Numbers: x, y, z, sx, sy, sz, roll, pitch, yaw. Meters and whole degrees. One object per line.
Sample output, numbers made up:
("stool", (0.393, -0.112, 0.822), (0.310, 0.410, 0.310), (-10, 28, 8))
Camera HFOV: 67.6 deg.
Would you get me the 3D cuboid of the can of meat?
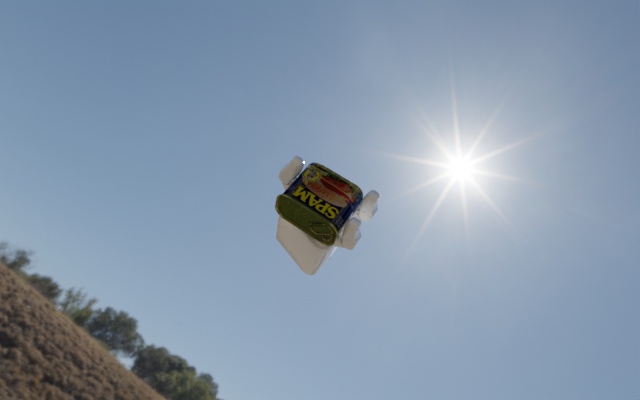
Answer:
("can of meat", (0.000, 0.002, 0.693), (0.102, 0.084, 0.057), (32, -34, 11))
